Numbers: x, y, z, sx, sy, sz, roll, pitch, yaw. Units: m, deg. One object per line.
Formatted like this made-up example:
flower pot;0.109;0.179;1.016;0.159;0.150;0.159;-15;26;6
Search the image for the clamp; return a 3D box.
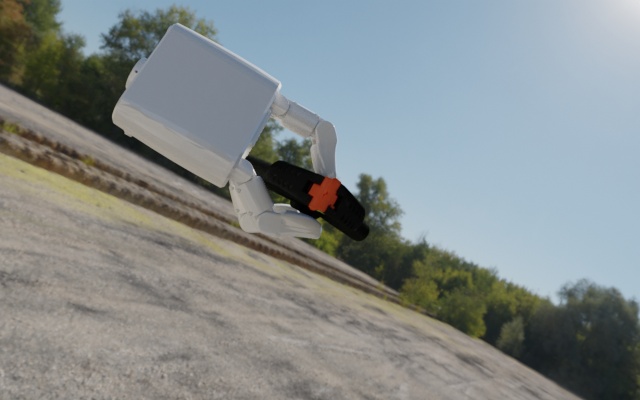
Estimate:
clamp;0.000;0.001;0.454;0.164;0.036;0.210;30;-4;-12
